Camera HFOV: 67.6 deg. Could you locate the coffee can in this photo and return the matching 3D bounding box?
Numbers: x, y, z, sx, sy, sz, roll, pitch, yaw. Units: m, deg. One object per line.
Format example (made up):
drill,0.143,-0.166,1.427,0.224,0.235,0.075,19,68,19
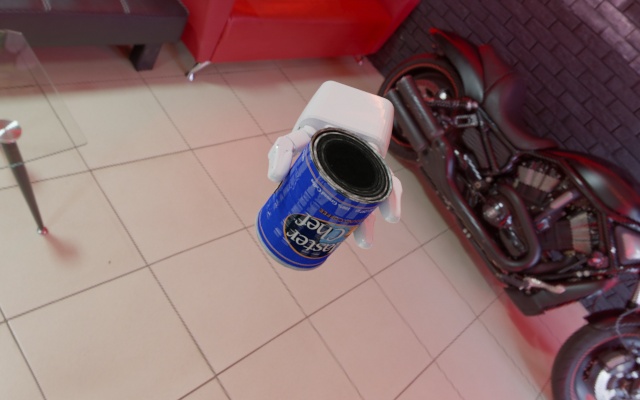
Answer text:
coffee can,0.000,0.002,0.543,0.103,0.102,0.140,0,-36,-37
